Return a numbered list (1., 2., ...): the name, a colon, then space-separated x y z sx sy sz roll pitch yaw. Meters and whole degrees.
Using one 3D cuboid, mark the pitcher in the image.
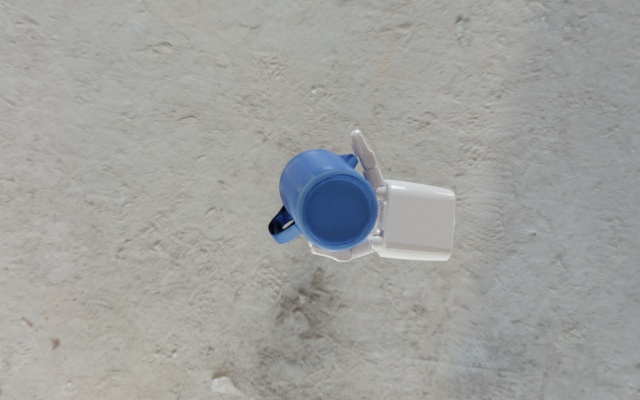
1. pitcher: 0.000 0.002 0.720 0.145 0.149 0.243 6 8 -7
